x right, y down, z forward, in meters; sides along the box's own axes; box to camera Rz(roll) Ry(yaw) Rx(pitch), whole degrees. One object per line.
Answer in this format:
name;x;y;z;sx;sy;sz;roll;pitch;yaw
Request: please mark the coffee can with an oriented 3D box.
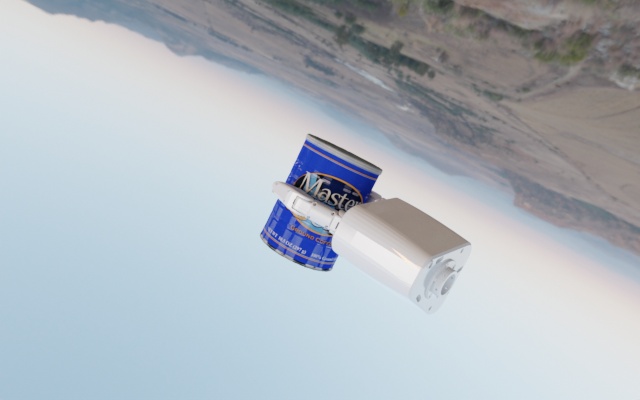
coffee can;0.000;0.002;0.593;0.103;0.140;0.103;25;9;-4
